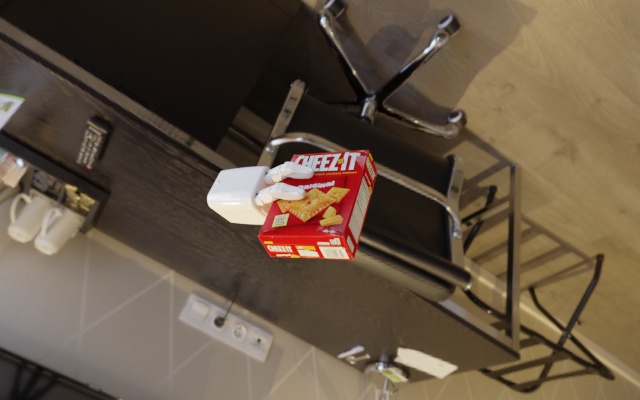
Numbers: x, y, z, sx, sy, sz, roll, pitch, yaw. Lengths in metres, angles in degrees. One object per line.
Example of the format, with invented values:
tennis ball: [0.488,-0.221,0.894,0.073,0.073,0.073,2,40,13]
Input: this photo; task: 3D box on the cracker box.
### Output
cracker box: [0.000,0.003,0.880,0.164,0.213,0.072,-1,-42,24]
